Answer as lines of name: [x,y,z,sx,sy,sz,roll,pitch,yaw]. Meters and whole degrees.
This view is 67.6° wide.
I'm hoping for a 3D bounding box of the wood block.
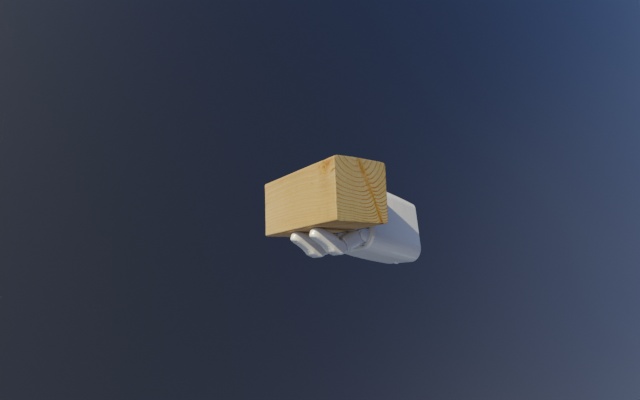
wood block: [0.001,0.002,0.731,0.090,0.091,0.206,5,-12,-33]
